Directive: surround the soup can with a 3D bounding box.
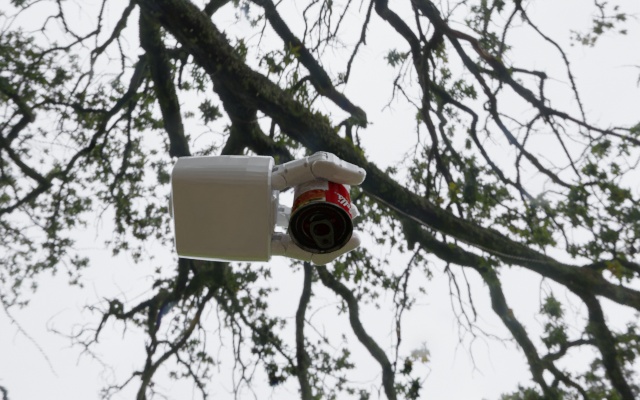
[{"bbox_3d":[0.001,0.002,0.536,0.068,0.068,0.102,0,34,0],"label":"soup can"}]
